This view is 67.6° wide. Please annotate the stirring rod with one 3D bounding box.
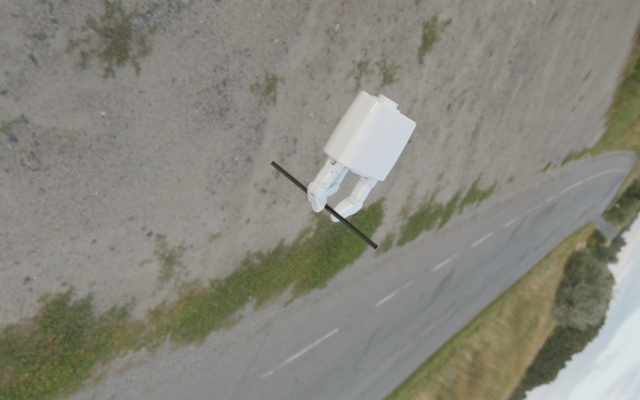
[{"bbox_3d":[0.000,0.002,0.765,0.239,0.011,0.011,39,21,28],"label":"stirring rod"}]
